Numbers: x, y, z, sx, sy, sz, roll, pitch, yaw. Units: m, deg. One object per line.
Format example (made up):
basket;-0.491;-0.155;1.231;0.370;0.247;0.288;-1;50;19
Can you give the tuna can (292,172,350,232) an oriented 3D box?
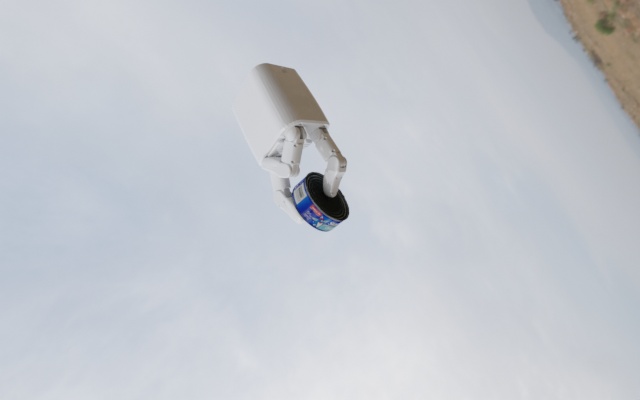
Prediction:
tuna can;0.000;0.003;0.693;0.034;0.086;0.086;-40;-22;29
